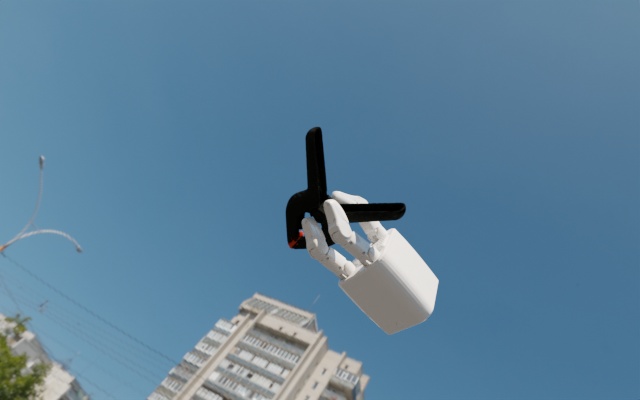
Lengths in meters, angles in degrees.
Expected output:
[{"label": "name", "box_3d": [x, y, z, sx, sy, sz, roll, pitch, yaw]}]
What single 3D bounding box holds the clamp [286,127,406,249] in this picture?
[{"label": "clamp", "box_3d": [0.000, 0.002, 0.682, 0.210, 0.164, 0.036, -39, 4, 45]}]
